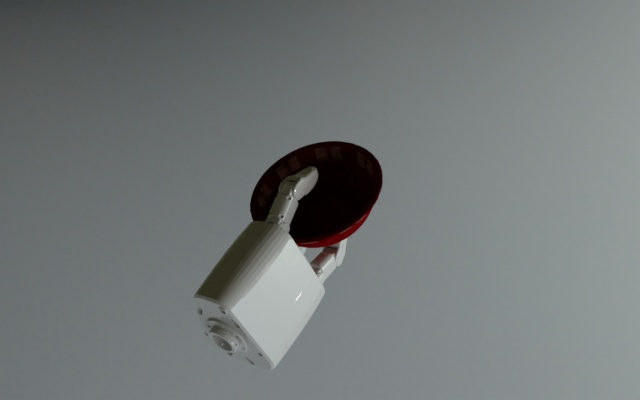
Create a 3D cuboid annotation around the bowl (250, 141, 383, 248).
[{"bbox_3d":[0.001,0.001,0.576,0.162,0.162,0.055,0,-41,22],"label":"bowl"}]
